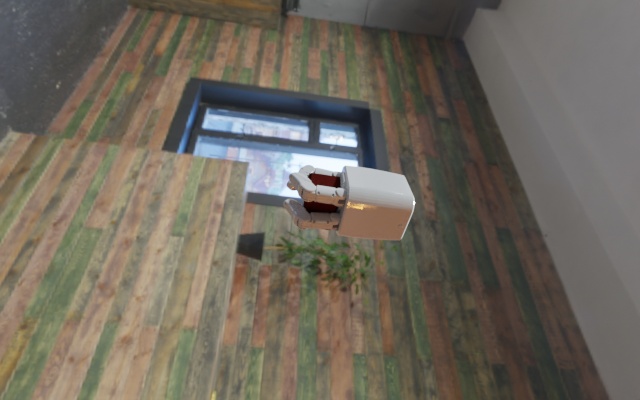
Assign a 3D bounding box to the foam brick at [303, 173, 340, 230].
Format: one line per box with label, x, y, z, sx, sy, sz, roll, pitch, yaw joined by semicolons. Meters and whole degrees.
foam brick;0.000;0.003;0.781;0.051;0.078;0.053;8;44;-5
